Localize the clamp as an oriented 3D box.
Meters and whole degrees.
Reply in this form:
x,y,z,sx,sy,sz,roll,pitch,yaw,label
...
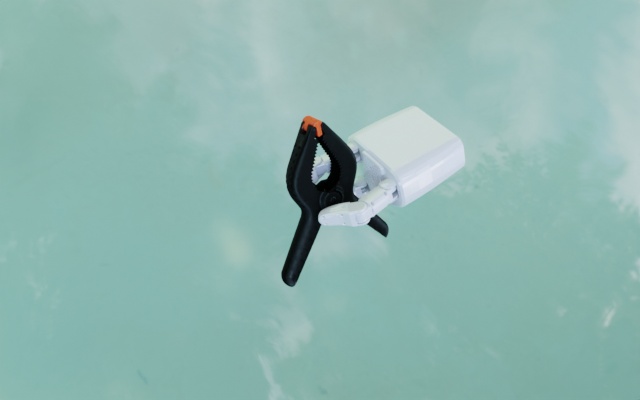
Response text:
x,y,z,sx,sy,sz,roll,pitch,yaw,label
0.001,0.002,0.585,0.164,0.210,0.036,-32,36,-19,clamp
